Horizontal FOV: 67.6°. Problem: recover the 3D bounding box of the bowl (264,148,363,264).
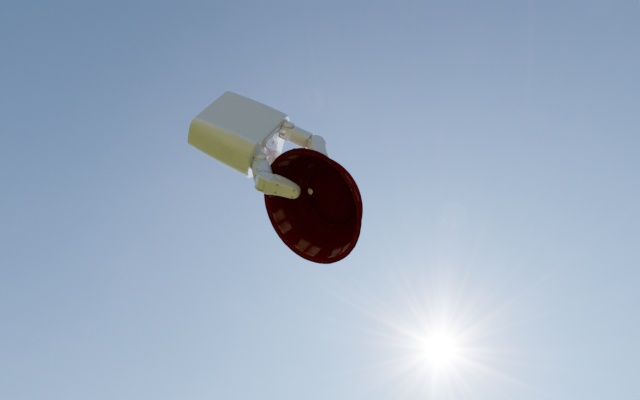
[{"bbox_3d":[0.001,0.003,0.650,0.162,0.162,0.055,0,17,38],"label":"bowl"}]
